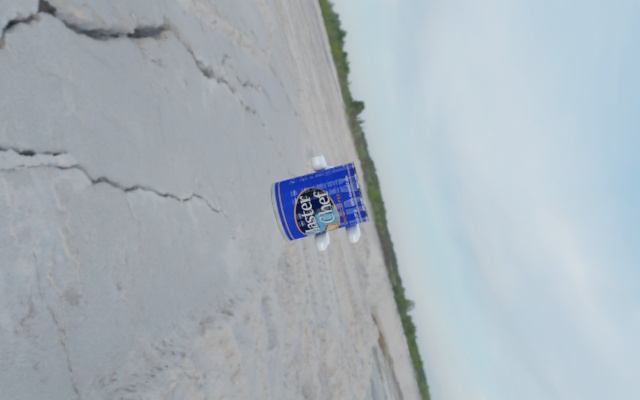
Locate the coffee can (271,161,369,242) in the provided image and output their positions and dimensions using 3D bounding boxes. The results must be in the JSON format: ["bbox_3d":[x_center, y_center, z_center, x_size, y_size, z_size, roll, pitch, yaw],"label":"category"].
[{"bbox_3d":[0.000,0.003,0.789,0.140,0.103,0.103,-14,-2,6],"label":"coffee can"}]
